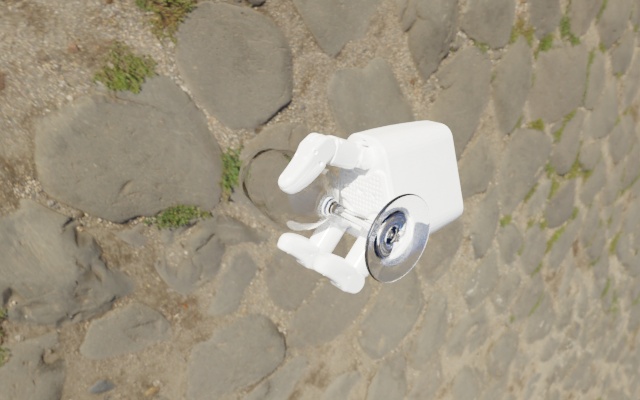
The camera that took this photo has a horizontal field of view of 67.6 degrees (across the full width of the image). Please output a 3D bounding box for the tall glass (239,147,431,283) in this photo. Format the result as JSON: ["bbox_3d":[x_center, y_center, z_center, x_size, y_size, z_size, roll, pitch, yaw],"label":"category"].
[{"bbox_3d":[0.000,0.002,0.444,0.079,0.079,0.201,0,17,-41],"label":"tall glass"}]
